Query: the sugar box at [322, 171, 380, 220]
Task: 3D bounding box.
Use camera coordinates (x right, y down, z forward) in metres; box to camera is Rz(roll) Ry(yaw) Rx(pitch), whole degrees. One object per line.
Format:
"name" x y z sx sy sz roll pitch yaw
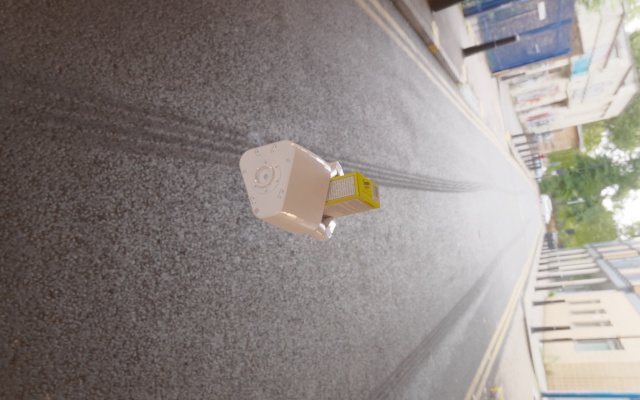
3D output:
"sugar box" 0.000 0.002 0.780 0.176 0.048 0.093 -11 -18 25
